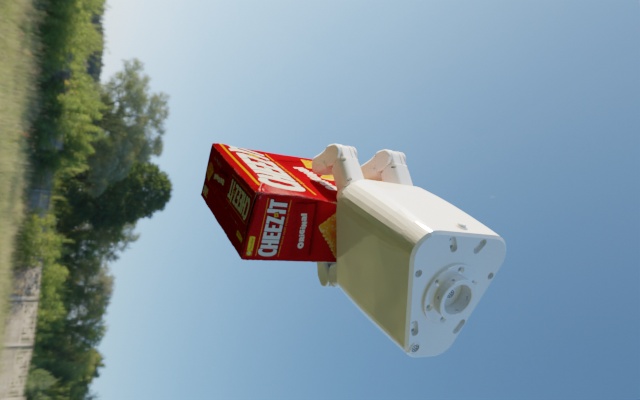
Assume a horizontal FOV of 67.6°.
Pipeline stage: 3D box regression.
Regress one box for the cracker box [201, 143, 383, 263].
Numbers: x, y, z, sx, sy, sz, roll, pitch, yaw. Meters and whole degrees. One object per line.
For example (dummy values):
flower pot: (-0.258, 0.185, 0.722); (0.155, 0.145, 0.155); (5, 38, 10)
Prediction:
cracker box: (0.000, 0.002, 0.508); (0.214, 0.072, 0.164); (7, 17, -29)
